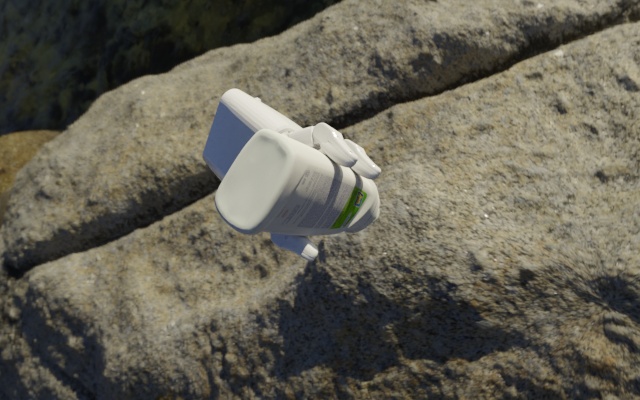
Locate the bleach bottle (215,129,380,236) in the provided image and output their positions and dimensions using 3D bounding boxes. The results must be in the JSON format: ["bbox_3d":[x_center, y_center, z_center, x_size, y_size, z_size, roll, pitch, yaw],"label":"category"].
[{"bbox_3d":[0.000,0.002,0.547,0.068,0.102,0.251,39,10,31],"label":"bleach bottle"}]
